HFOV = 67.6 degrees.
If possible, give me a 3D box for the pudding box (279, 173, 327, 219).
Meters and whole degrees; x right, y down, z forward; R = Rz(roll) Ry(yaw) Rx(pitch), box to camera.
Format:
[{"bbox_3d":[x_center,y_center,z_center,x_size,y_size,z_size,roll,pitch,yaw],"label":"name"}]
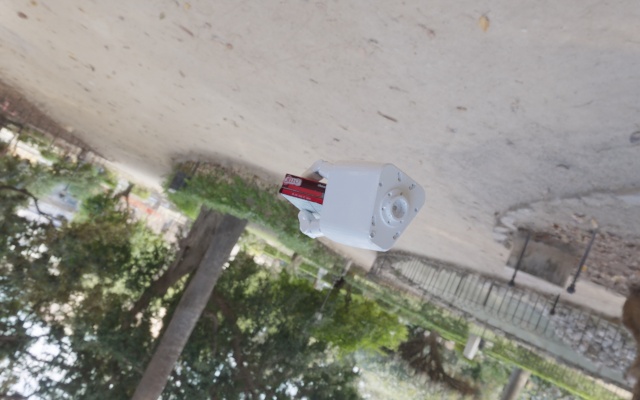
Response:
[{"bbox_3d":[0.000,0.003,0.747,0.090,0.039,0.113,17,-15,29],"label":"pudding box"}]
